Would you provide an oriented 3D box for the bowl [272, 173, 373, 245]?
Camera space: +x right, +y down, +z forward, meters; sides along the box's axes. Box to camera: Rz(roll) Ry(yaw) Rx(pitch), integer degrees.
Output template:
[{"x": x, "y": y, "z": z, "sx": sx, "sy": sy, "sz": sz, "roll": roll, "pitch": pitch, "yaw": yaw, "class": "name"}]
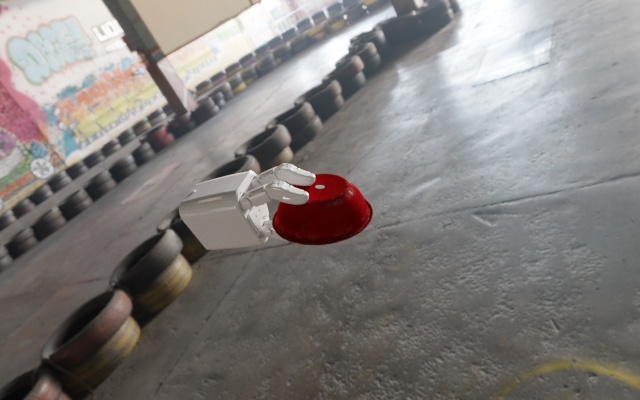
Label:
[{"x": 0.001, "y": 0.002, "z": 0.747, "sx": 0.162, "sy": 0.055, "sz": 0.162, "roll": -5, "pitch": 30, "yaw": 3, "class": "bowl"}]
